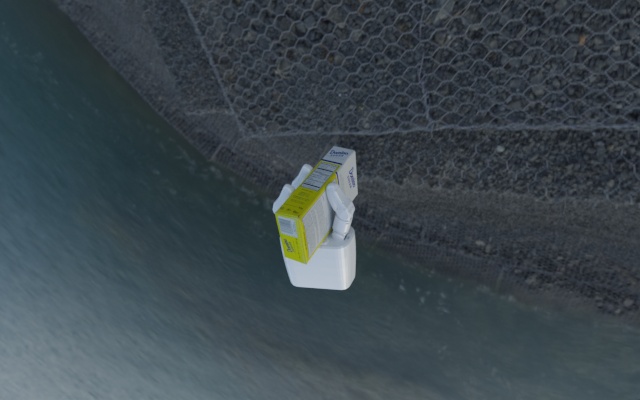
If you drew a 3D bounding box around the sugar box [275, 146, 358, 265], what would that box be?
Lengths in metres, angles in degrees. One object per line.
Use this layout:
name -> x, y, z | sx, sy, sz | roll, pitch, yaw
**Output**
sugar box -> 0.000, 0.002, 0.731 | 0.048, 0.093, 0.176 | 14, 44, 23
